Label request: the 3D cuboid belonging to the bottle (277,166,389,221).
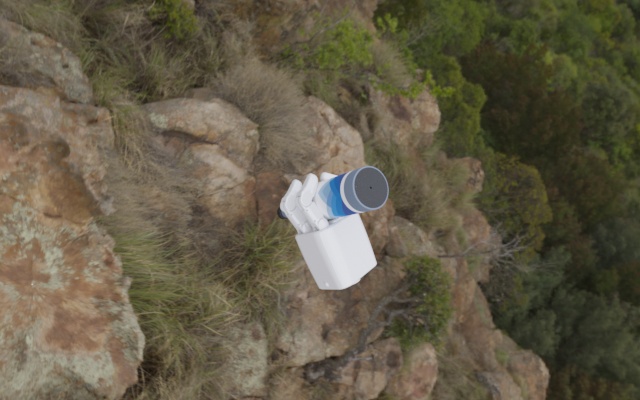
[{"bbox_3d":[0.000,0.003,0.832,0.069,0.069,0.296,0,-9,-31],"label":"bottle"}]
